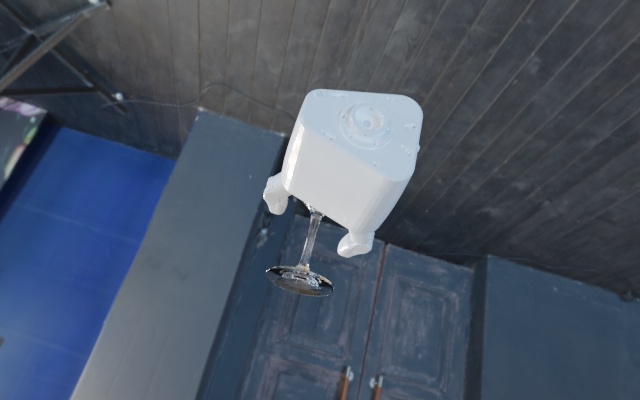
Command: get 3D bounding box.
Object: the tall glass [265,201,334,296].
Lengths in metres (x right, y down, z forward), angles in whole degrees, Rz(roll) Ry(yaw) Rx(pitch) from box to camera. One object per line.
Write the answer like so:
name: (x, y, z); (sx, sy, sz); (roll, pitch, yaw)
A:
tall glass: (0.000, 0.002, 0.548); (0.079, 0.201, 0.079); (11, -29, 6)
